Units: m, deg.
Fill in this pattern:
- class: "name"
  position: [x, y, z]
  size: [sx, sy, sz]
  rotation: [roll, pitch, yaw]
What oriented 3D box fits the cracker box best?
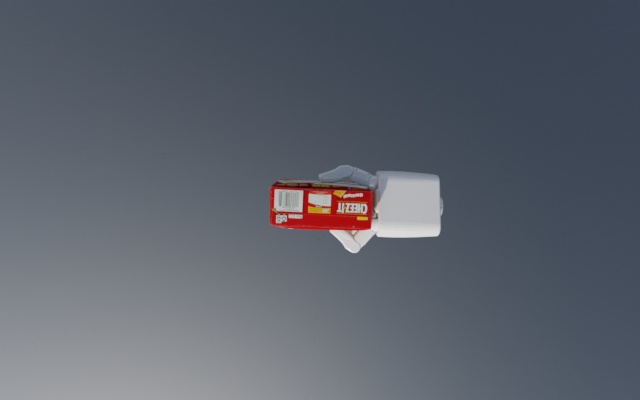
- class: "cracker box"
  position: [0.000, 0.003, 0.849]
  size: [0.164, 0.072, 0.213]
  rotation: [2, 5, -1]
